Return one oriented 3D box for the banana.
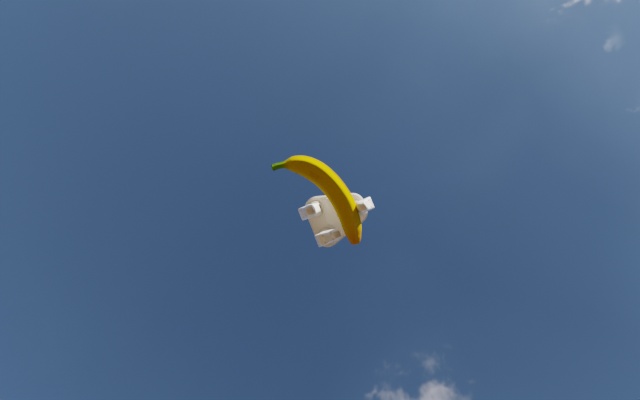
[{"bbox_3d":[0.010,-0.013,0.811,0.198,0.069,0.037,43,1,0],"label":"banana"}]
